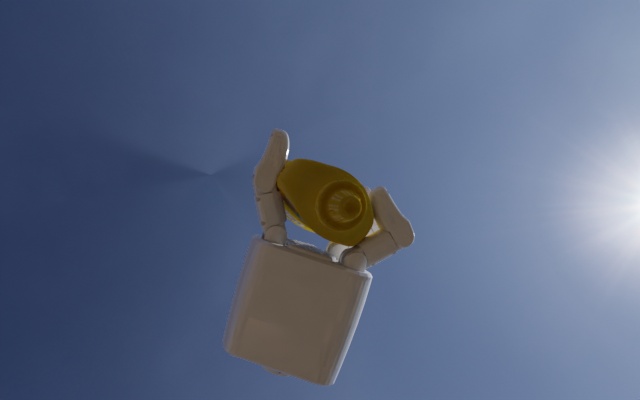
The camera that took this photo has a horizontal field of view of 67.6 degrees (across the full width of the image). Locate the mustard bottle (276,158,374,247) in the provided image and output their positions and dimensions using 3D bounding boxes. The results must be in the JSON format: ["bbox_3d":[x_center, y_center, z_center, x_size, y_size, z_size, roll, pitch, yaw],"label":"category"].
[{"bbox_3d":[0.000,0.001,0.449,0.096,0.058,0.191,43,-7,-11],"label":"mustard bottle"}]
